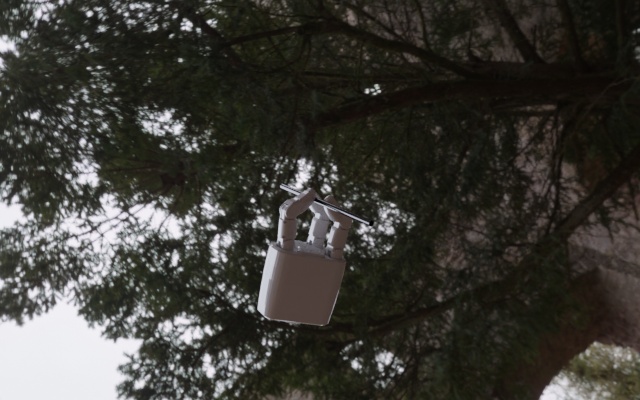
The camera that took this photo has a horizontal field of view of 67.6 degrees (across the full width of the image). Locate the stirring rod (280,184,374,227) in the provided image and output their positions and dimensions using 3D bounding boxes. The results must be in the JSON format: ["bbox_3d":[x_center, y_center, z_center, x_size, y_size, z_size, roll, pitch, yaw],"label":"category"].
[{"bbox_3d":[0.000,0.002,0.698,0.011,0.011,0.239,0,13,-33],"label":"stirring rod"}]
